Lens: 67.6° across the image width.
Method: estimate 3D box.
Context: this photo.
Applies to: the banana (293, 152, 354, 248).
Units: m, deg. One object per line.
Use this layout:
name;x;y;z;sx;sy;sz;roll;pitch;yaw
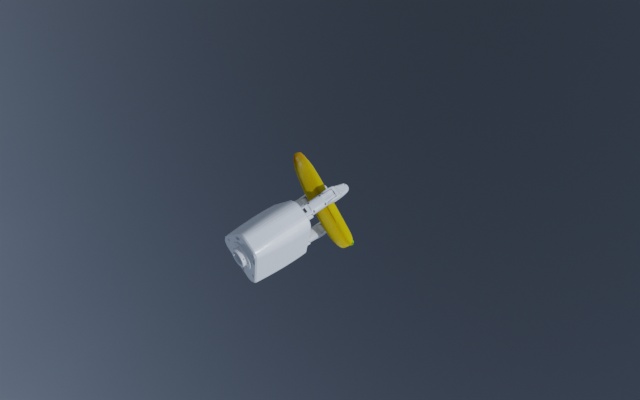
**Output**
banana;0.005;0.009;0.816;0.037;0.198;0.069;-30;15;-2
